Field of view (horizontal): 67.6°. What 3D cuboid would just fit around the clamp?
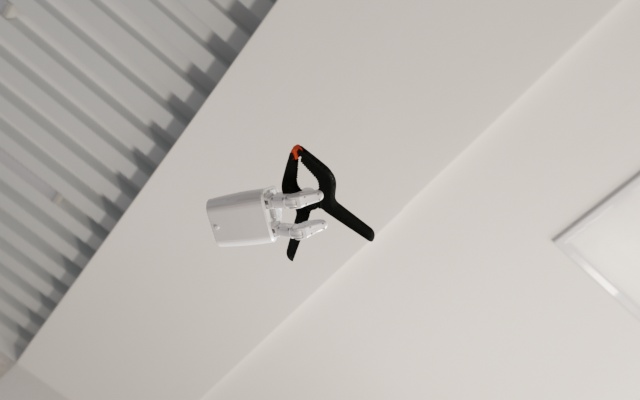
[{"bbox_3d":[0.000,0.002,0.828,0.164,0.210,0.036,-9,21,9],"label":"clamp"}]
